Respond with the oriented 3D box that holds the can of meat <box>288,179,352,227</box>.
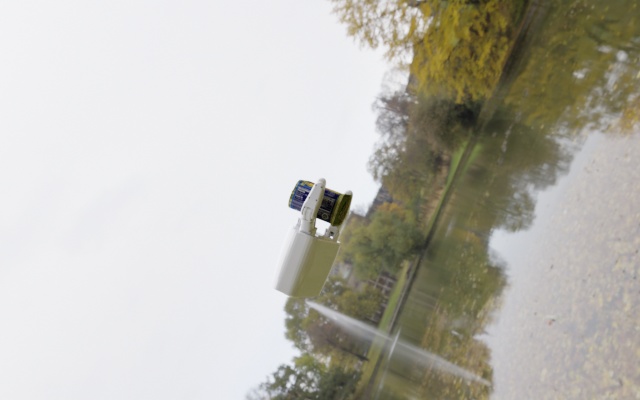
[{"bbox_3d":[0.000,0.002,0.818,0.084,0.057,0.102,21,4,12],"label":"can of meat"}]
